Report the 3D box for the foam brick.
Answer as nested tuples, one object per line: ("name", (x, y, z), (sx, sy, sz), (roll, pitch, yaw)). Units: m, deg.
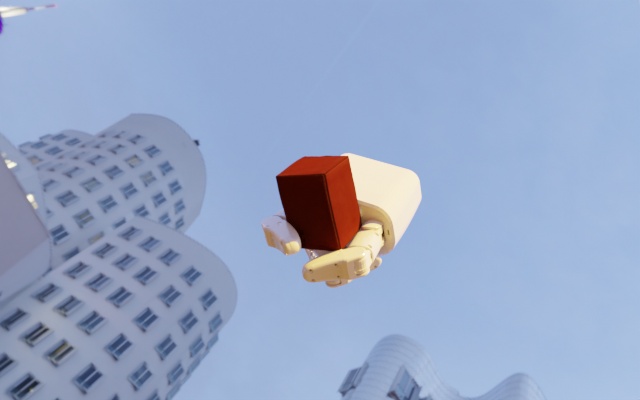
("foam brick", (0.000, 0.001, 0.448), (0.053, 0.078, 0.051), (2, 27, 30))
